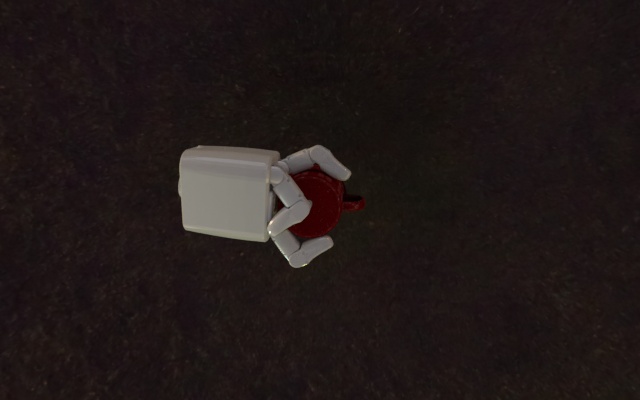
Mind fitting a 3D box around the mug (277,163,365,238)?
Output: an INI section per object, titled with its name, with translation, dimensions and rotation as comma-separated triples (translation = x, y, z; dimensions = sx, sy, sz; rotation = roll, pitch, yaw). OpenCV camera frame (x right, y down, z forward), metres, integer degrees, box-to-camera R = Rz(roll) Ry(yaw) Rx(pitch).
[mug]
translation = 0.002, 0.002, 0.625
dimensions = 0.117, 0.093, 0.081
rotation = 5, 12, 2
